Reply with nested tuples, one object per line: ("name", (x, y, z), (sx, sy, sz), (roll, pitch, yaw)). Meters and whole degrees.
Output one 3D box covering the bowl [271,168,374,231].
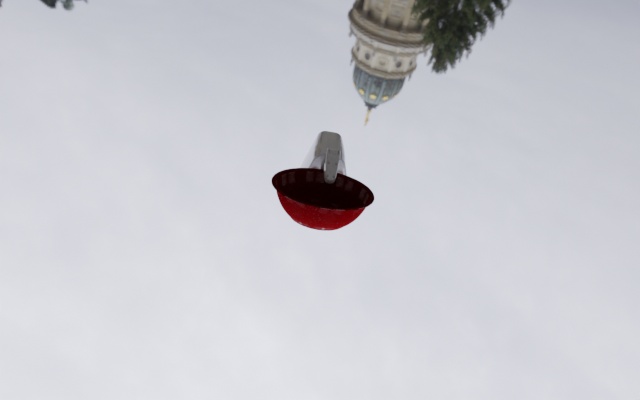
("bowl", (0.000, 0.003, 0.747), (0.162, 0.055, 0.162), (9, 22, -4))
